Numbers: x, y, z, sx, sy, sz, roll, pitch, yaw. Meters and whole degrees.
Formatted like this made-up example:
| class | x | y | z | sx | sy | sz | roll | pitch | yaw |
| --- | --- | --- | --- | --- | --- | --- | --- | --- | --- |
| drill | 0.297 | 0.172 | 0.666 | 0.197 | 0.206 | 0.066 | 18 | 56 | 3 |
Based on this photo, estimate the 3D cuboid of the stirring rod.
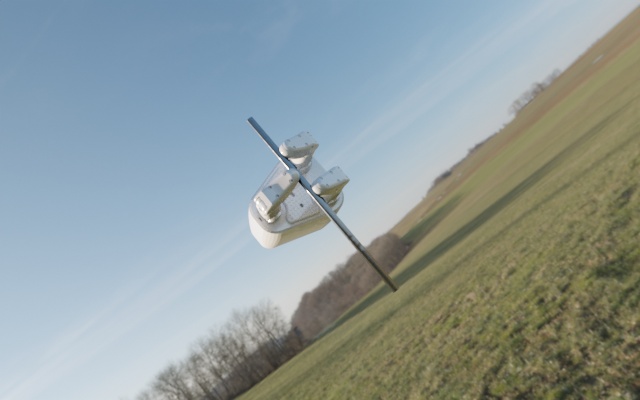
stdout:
| class | x | y | z | sx | sy | sz | roll | pitch | yaw |
| --- | --- | --- | --- | --- | --- | --- | --- | --- | --- |
| stirring rod | 0.000 | 0.002 | 0.505 | 0.011 | 0.239 | 0.011 | -40 | -8 | -7 |
